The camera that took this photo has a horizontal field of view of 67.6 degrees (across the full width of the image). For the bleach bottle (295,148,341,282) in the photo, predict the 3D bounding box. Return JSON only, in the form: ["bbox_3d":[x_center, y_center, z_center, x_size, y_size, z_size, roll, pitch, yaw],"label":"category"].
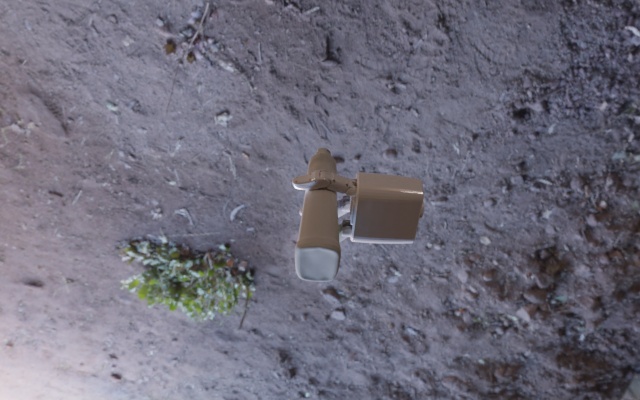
[{"bbox_3d":[0.000,0.003,0.785,0.068,0.250,0.103,3,-41,0],"label":"bleach bottle"}]
